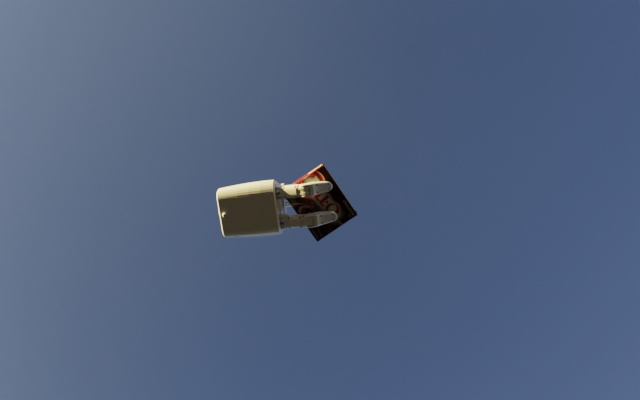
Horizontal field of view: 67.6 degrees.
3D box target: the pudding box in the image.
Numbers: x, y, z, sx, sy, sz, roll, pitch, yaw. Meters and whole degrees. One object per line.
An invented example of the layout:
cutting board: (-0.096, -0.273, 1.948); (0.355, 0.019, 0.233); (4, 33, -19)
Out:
pudding box: (0.000, 0.003, 0.869); (0.090, 0.113, 0.039); (-34, 8, 9)
